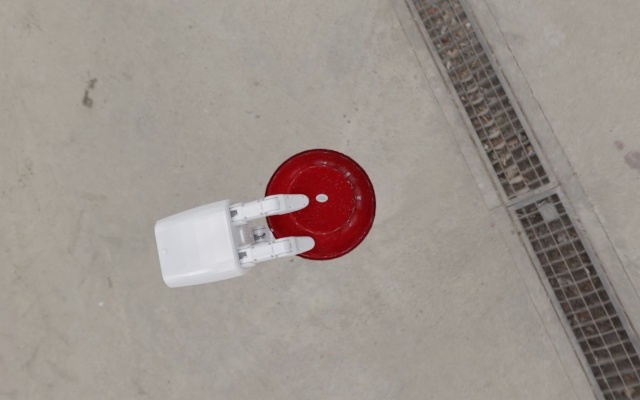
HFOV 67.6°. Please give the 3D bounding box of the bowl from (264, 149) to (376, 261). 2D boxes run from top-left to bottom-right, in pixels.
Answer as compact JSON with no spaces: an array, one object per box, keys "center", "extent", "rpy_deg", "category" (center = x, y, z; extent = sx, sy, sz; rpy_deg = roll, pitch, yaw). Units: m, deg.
[{"center":[0.001,0.001,0.657],"extent":[0.162,0.162,0.055],"rpy_deg":[0,-7,-1],"category":"bowl"}]
